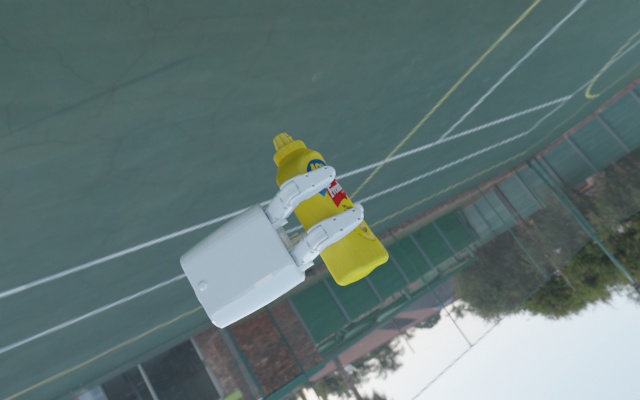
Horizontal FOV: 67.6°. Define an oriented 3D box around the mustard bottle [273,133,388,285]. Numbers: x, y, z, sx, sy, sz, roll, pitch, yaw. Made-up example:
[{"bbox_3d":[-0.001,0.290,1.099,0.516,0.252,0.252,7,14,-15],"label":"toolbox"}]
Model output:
[{"bbox_3d":[0.000,0.002,0.549,0.058,0.191,0.096,-39,-16,21],"label":"mustard bottle"}]
